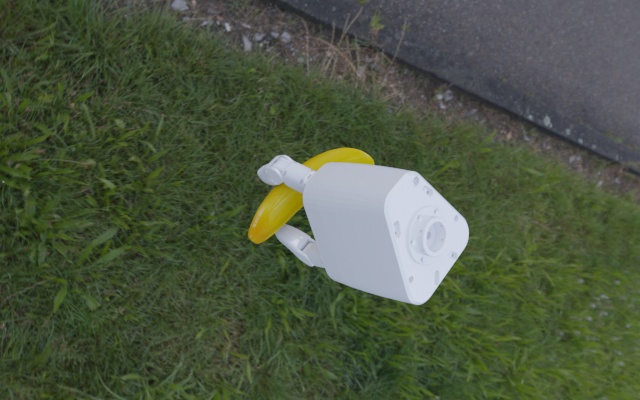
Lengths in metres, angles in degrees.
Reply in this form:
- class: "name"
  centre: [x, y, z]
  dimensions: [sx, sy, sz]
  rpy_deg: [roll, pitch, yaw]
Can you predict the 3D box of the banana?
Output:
- class: "banana"
  centre: [0.000, -0.017, 0.533]
  dimensions: [0.197, 0.070, 0.037]
  rpy_deg: [-24, 24, -36]
